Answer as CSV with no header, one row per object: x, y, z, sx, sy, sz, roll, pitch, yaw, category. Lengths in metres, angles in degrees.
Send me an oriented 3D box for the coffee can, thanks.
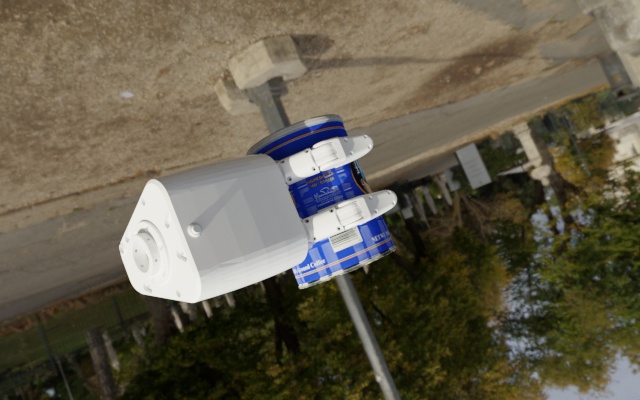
0.000,0.001,0.469,0.103,0.140,0.103,-22,-5,-2,coffee can
